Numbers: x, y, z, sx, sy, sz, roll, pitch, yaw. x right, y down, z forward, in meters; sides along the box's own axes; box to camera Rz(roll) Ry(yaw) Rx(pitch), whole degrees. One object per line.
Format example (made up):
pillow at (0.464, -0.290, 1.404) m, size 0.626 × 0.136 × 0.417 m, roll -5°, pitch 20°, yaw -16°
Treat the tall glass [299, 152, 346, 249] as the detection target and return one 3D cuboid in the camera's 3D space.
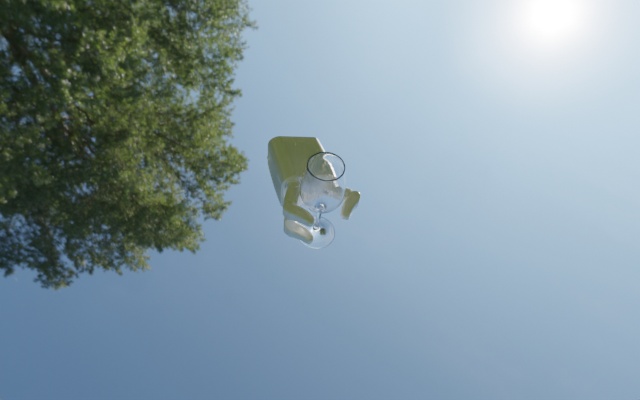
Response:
tall glass at (0.000, 0.003, 0.841) m, size 0.079 × 0.079 × 0.201 m, roll 0°, pitch -35°, yaw -7°
